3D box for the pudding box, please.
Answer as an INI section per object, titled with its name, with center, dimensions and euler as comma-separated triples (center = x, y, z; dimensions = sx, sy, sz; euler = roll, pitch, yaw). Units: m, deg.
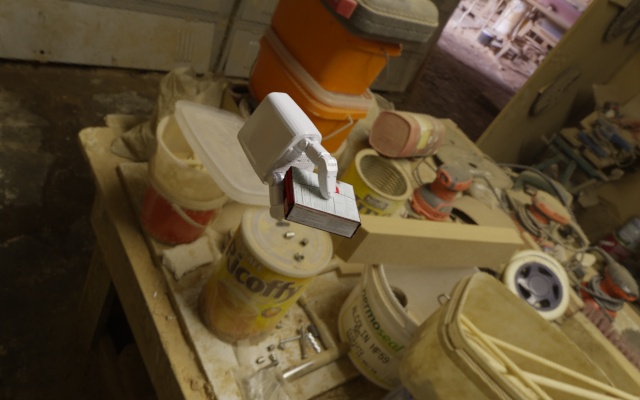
[pudding box]
center = 0.000, 0.002, 0.713
dimensions = 0.113, 0.039, 0.090
euler = 16, 38, -20
